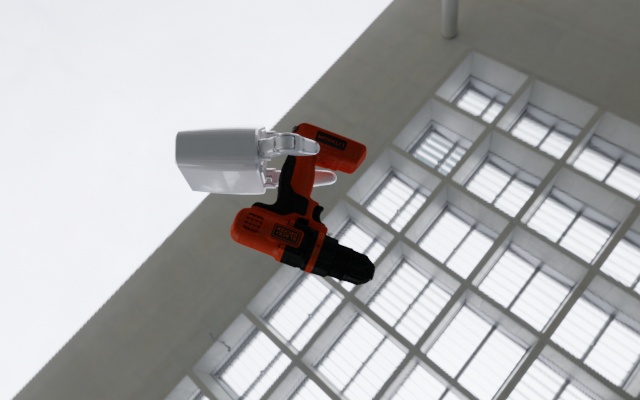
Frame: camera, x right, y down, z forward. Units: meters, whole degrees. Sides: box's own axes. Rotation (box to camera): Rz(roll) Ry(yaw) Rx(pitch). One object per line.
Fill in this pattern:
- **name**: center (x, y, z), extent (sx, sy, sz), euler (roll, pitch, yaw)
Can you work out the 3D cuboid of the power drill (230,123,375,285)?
- **power drill**: center (0.000, 0.002, 0.615), extent (0.184, 0.187, 0.057), euler (21, -28, -3)
